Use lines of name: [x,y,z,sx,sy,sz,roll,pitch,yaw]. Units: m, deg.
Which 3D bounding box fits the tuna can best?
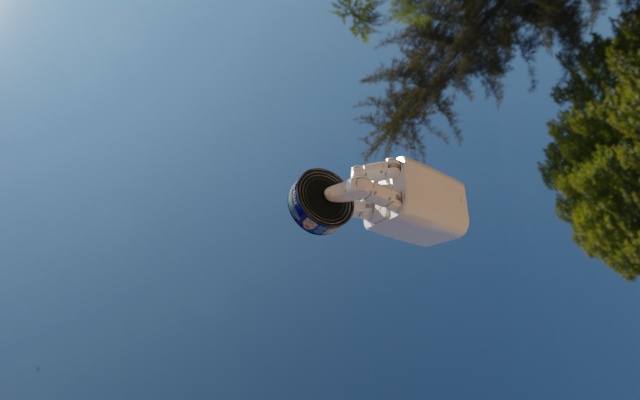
tuna can: [0.000,0.002,0.632,0.086,0.086,0.034,0,-27,-33]
